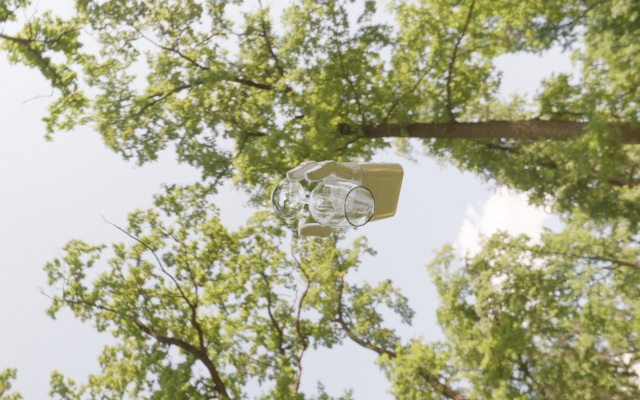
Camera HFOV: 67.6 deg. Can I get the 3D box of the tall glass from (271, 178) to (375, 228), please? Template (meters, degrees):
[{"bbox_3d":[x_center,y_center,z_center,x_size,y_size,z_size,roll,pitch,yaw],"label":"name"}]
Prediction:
[{"bbox_3d":[0.000,0.003,0.795,0.079,0.079,0.201,0,4,-36],"label":"tall glass"}]
